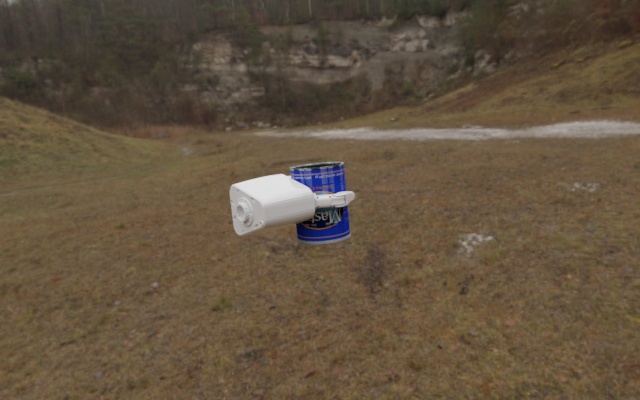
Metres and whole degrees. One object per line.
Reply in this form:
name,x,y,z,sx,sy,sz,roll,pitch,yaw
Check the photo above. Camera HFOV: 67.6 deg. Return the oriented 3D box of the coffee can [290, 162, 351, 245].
coffee can,0.000,0.003,0.895,0.103,0.140,0.103,-5,9,1
